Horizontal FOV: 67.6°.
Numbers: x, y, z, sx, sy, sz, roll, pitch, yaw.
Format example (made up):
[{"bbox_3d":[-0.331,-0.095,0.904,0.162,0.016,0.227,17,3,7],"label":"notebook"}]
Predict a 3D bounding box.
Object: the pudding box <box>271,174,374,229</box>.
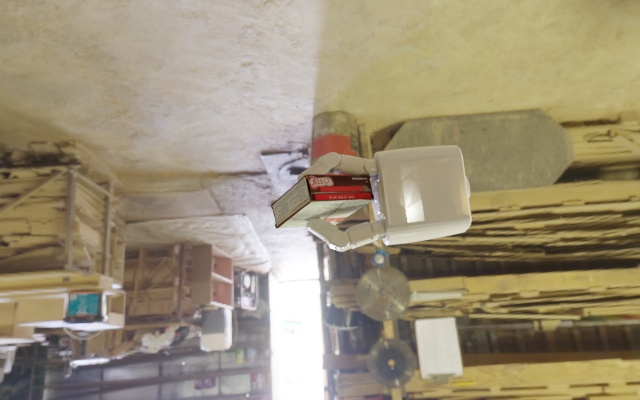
[{"bbox_3d":[0.000,0.002,0.604,0.090,0.039,0.113,-1,-21,-29],"label":"pudding box"}]
